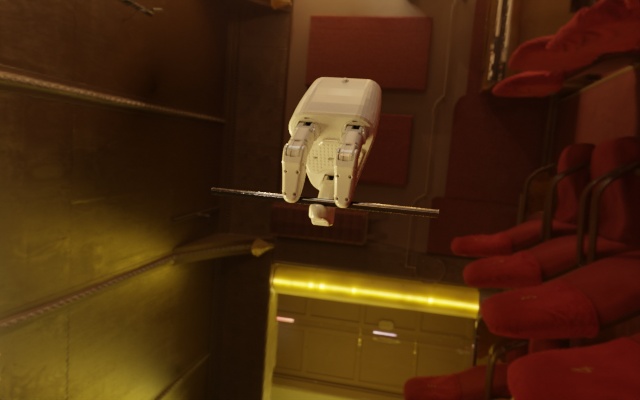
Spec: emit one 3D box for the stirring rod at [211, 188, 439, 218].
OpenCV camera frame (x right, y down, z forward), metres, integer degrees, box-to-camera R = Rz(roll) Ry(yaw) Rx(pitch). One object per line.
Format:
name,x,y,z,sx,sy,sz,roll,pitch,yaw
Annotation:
stirring rod,0.000,0.002,0.499,0.239,0.011,0.011,6,1,11
